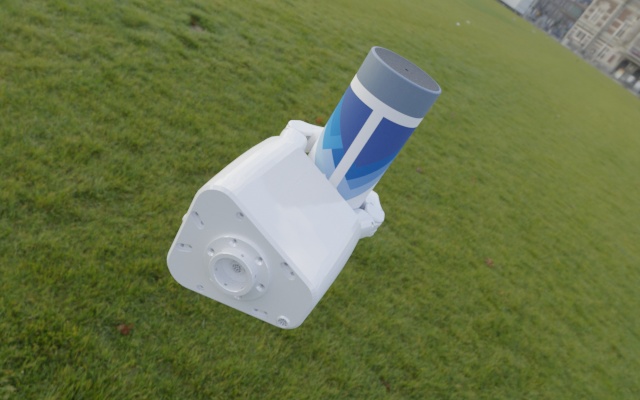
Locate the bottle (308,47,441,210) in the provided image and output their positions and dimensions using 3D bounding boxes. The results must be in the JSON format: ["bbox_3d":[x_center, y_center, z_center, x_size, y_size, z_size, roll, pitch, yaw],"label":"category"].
[{"bbox_3d":[0.000,0.001,0.457,0.069,0.296,0.069,24,31,-15],"label":"bottle"}]
